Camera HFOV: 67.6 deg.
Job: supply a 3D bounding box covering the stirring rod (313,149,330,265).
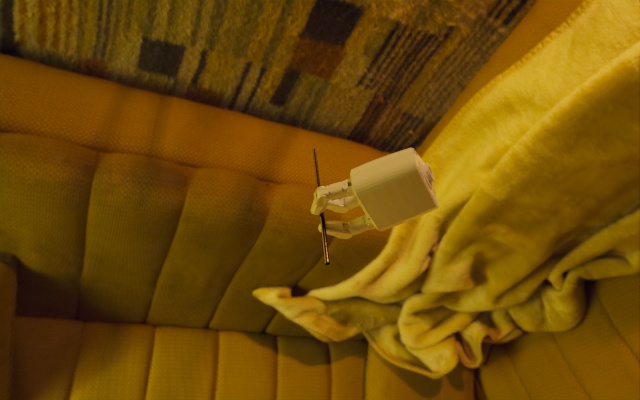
[{"bbox_3d":[0.000,0.003,0.819,0.011,0.239,0.011,-4,-36,-3],"label":"stirring rod"}]
